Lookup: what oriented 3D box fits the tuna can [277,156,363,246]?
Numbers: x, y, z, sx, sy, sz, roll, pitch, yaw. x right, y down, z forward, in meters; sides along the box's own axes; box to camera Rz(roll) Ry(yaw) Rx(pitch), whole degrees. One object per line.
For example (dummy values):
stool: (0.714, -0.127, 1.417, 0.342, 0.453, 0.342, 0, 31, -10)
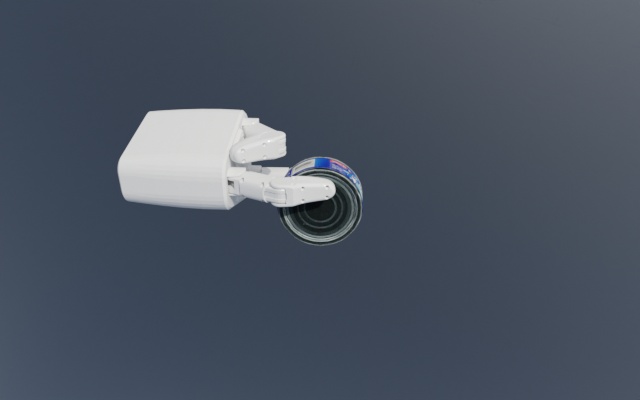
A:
tuna can: (0.000, 0.002, 0.479, 0.086, 0.086, 0.033, 0, 24, 2)
